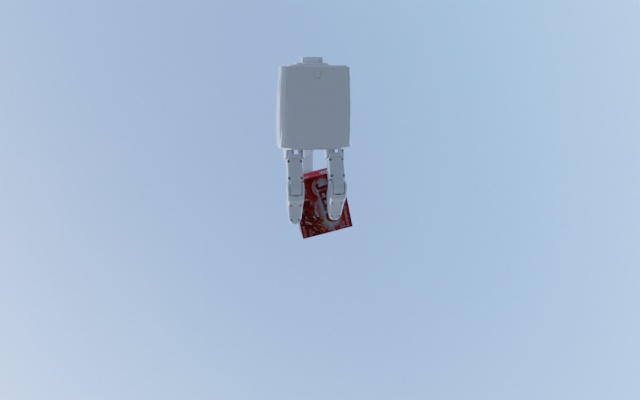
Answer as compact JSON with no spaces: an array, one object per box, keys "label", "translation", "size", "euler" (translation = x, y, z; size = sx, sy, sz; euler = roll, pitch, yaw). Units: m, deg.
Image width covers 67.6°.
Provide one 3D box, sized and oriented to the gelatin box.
[{"label":"gelatin box","translation":[0.000,0.002,0.665],"size":[0.073,0.089,0.030],"euler":[-14,23,-6]}]
